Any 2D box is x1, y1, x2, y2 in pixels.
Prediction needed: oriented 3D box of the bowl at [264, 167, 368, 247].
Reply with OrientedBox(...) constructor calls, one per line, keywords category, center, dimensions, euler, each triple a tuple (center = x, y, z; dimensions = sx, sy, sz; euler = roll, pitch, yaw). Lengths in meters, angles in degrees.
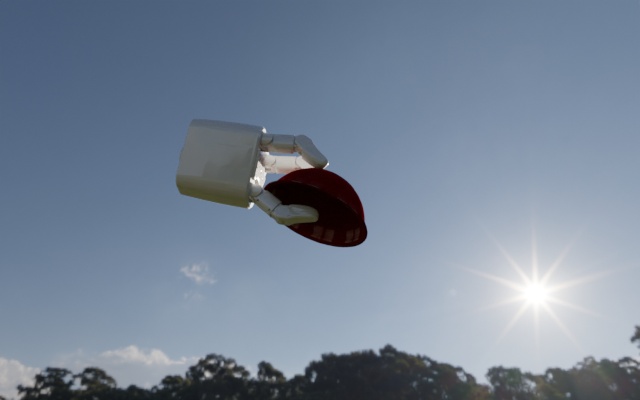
OrientedBox(category="bowl", center=(0.001, 0.003, 0.688), dimensions=(0.162, 0.055, 0.162), euler=(20, -29, 11))
